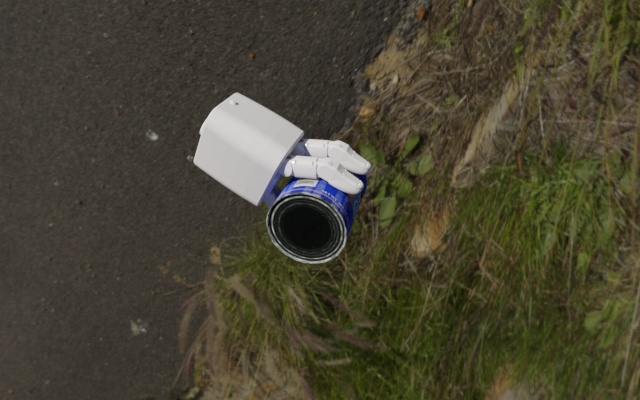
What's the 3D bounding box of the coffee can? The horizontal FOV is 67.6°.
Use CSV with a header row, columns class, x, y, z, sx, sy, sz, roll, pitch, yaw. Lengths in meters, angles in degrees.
class,x,y,z,sx,sy,sz,roll,pitch,yaw
coffee can,0.000,0.002,0.636,0.103,0.103,0.140,0,29,17
